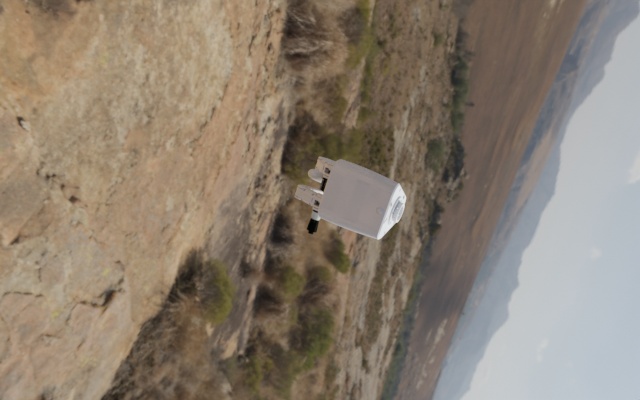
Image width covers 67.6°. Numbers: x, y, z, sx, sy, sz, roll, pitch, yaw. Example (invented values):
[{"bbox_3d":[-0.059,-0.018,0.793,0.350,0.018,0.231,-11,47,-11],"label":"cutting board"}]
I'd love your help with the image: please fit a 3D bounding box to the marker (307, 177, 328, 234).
[{"bbox_3d":[0.000,0.003,0.843,0.020,0.121,0.020,17,12,-4],"label":"marker"}]
